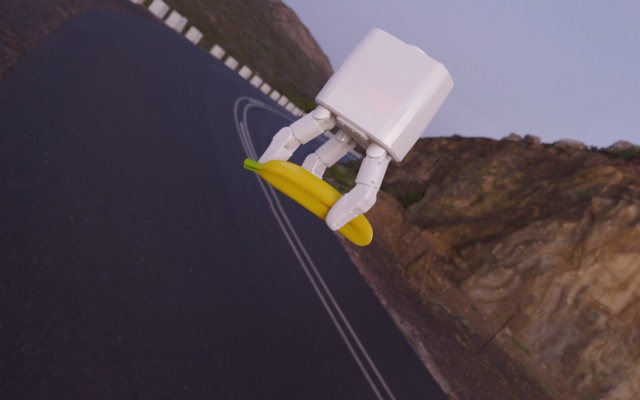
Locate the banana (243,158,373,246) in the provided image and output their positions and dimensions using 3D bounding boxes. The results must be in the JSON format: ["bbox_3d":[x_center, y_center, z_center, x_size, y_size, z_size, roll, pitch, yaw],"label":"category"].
[{"bbox_3d":[0.006,0.004,0.551,0.198,0.037,0.069,36,-5,-28],"label":"banana"}]
